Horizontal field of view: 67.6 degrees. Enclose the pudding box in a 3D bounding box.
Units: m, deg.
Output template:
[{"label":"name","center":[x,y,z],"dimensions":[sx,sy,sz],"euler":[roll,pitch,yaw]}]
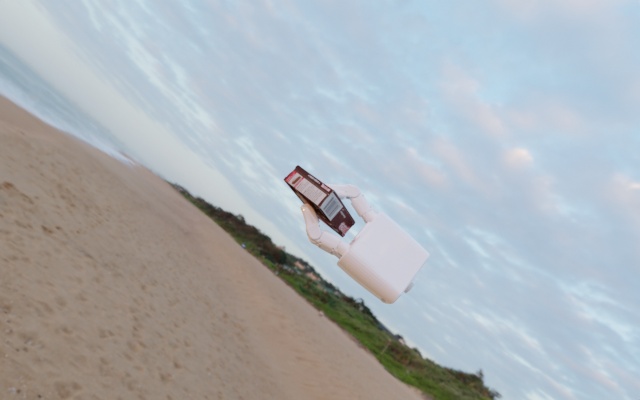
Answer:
[{"label":"pudding box","center":[0.000,0.002,0.772],"dimensions":[0.090,0.039,0.114],"euler":[36,-12,35]}]
